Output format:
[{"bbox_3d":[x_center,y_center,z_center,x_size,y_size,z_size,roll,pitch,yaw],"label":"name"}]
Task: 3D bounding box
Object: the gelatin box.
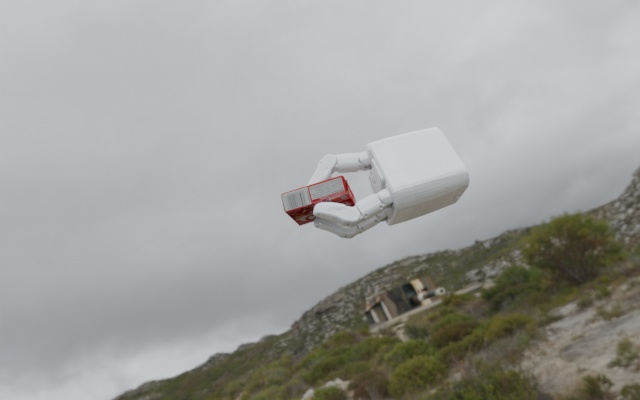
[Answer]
[{"bbox_3d":[0.000,0.002,0.648,0.089,0.030,0.073,-17,-19,8],"label":"gelatin box"}]
